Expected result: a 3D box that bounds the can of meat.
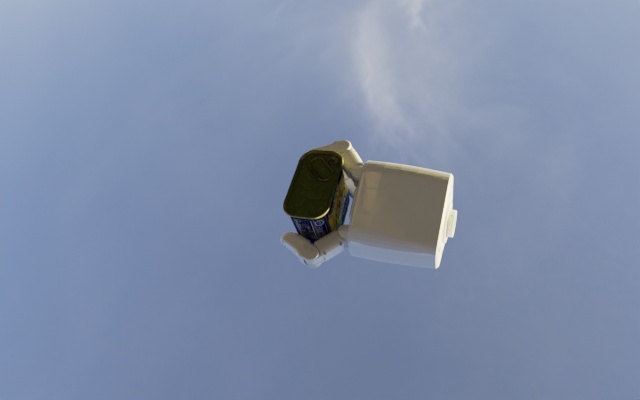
[{"bbox_3d":[0.000,0.002,0.603,0.057,0.102,0.084,6,-34,18],"label":"can of meat"}]
